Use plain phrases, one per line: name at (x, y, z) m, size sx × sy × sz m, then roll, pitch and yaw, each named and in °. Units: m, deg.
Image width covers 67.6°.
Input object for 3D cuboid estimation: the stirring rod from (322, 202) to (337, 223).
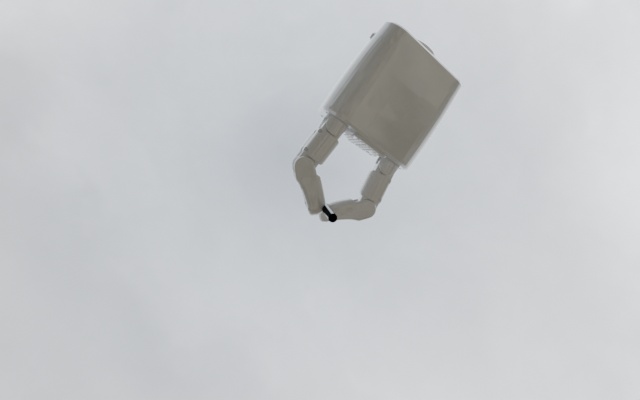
stirring rod at (0.000, 0.002, 0.530) m, size 0.011 × 0.011 × 0.239 m, roll 0°, pitch 6°, yaw -5°
